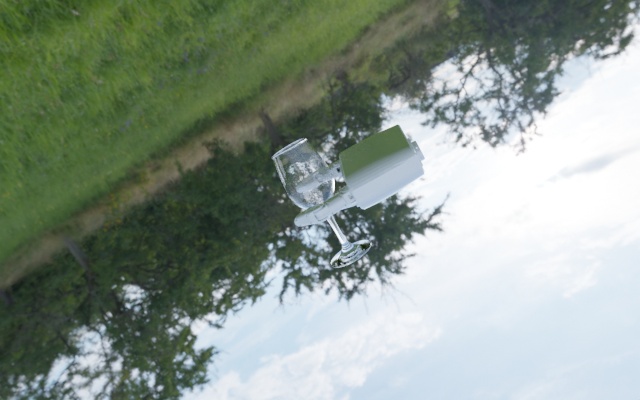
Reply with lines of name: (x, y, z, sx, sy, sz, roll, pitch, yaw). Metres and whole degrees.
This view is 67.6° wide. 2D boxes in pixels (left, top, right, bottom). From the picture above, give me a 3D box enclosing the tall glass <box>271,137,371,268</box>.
tall glass: (0.000, 0.003, 0.749, 0.079, 0.201, 0.079, -29, 13, 7)
